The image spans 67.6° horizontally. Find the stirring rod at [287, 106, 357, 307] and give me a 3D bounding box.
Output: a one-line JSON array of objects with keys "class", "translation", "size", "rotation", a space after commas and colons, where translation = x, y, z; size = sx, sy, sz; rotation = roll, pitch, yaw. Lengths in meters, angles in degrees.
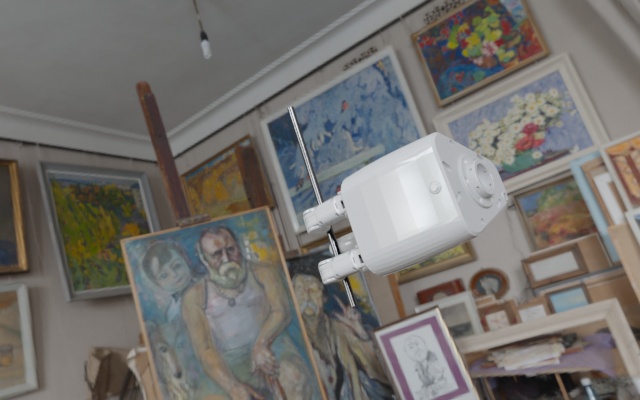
[{"class": "stirring rod", "translation": [0.000, 0.002, 0.539], "size": [0.011, 0.239, 0.011], "rotation": [-17, -13, -4]}]
